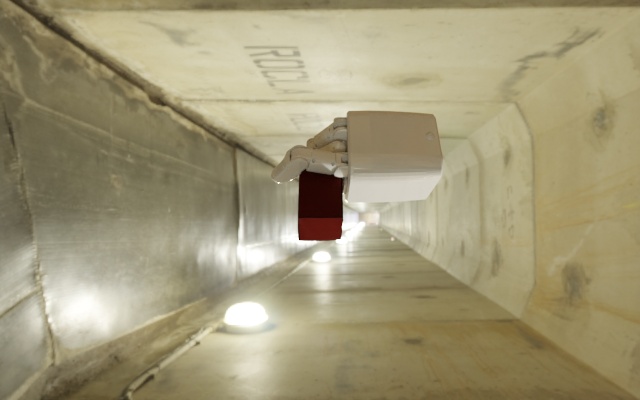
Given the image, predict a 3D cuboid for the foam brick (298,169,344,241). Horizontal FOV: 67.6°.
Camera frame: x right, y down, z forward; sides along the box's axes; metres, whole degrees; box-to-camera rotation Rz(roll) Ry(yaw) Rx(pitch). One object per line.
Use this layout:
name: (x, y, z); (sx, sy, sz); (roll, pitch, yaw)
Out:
foam brick: (0.000, 0.002, 0.555); (0.051, 0.078, 0.053); (1, -33, -1)
